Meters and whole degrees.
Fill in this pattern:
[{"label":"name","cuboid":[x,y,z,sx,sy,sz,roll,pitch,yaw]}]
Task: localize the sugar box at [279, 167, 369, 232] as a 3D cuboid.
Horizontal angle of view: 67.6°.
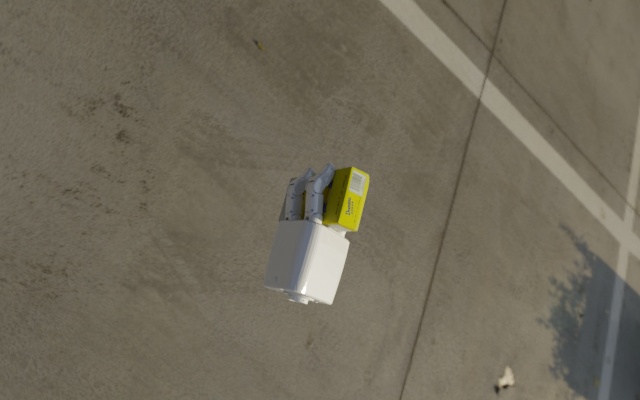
[{"label":"sugar box","cuboid":[0.000,0.002,0.779,0.048,0.093,0.176,25,-18,-34]}]
